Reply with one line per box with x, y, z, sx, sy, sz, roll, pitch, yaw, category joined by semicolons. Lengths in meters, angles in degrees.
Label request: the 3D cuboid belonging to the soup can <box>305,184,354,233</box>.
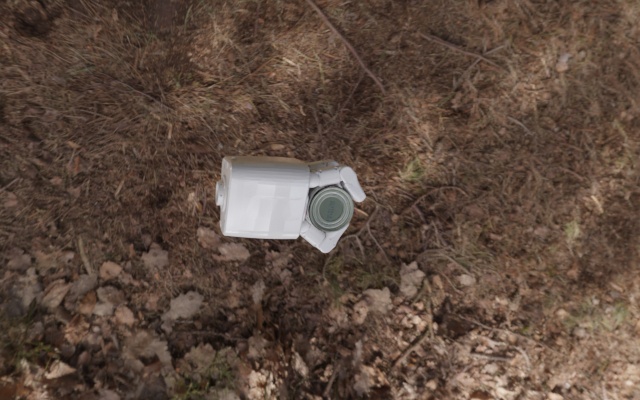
0.001;0.002;0.700;0.068;0.068;0.102;0;12;-18;soup can
